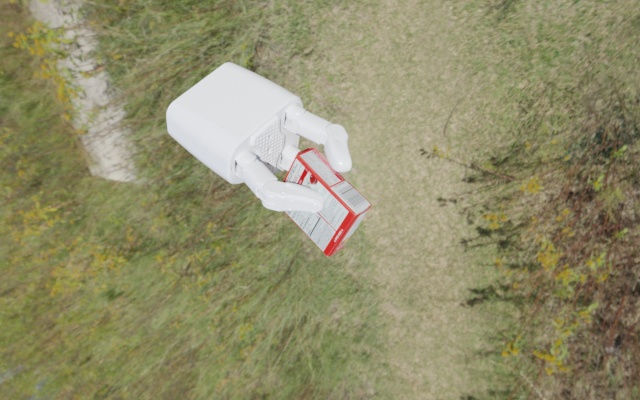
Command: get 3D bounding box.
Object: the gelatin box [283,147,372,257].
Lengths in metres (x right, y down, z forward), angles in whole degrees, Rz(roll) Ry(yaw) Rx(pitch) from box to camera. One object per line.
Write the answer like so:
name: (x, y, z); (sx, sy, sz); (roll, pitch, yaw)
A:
gelatin box: (0.000, 0.002, 0.487); (0.030, 0.089, 0.073); (-29, -22, -42)
